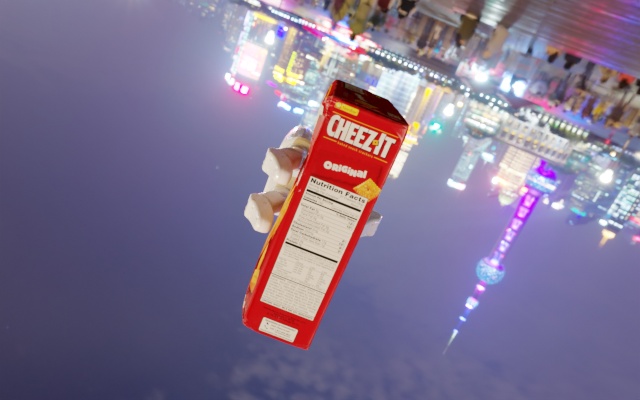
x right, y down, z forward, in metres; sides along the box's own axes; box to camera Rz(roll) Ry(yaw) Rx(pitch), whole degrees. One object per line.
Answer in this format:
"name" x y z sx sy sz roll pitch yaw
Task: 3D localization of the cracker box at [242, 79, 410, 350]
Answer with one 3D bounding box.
"cracker box" 0.000 0.002 0.454 0.072 0.214 0.164 21 18 -5
